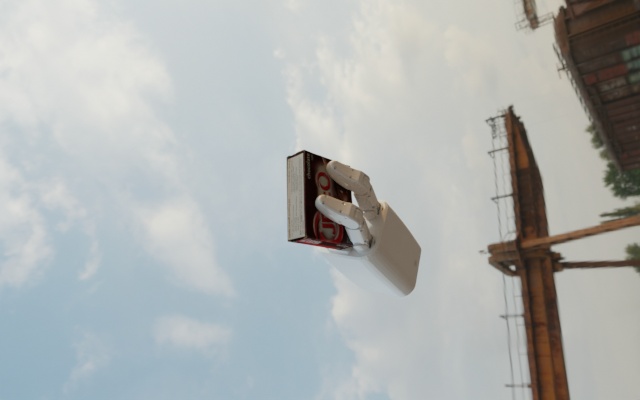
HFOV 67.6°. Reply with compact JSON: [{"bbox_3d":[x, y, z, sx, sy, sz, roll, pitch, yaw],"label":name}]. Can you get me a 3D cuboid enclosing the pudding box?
[{"bbox_3d":[0.000,0.002,0.606,0.039,0.113,0.090,-18,-22,39],"label":"pudding box"}]
